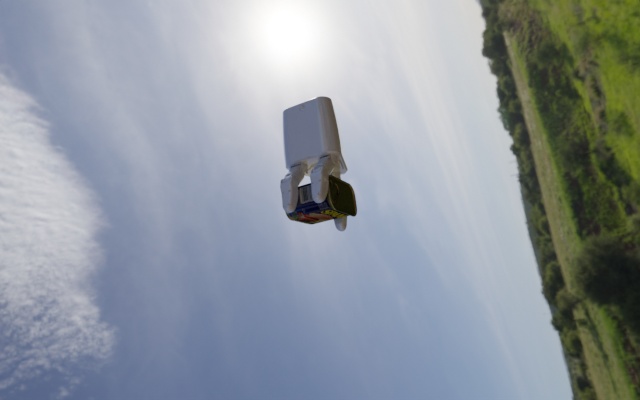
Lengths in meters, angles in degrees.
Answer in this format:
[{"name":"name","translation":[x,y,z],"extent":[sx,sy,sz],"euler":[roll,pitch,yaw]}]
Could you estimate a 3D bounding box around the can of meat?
[{"name":"can of meat","translation":[0.000,0.003,0.776],"extent":[0.084,0.057,0.102],"euler":[-15,-16,25]}]
